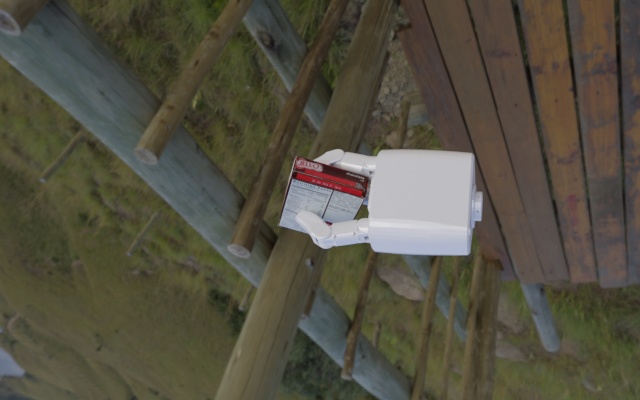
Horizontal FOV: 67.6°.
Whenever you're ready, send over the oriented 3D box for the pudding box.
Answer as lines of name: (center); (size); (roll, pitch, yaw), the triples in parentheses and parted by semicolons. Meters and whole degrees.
pudding box: (0.000, 0.002, 0.584); (0.090, 0.039, 0.114); (17, -37, -4)
